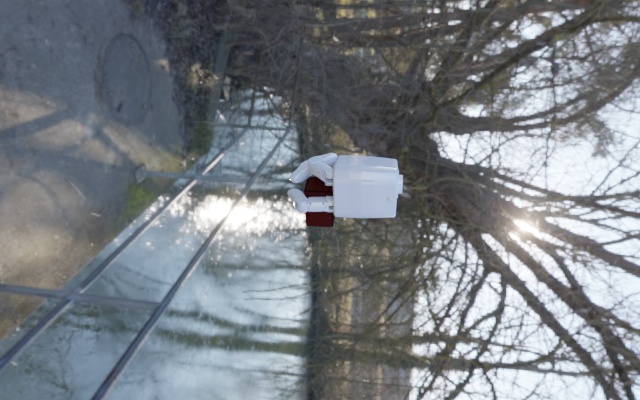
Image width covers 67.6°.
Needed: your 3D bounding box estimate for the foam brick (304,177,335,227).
[{"bbox_3d":[0.000,0.003,0.867,0.051,0.078,0.053,2,34,7],"label":"foam brick"}]
